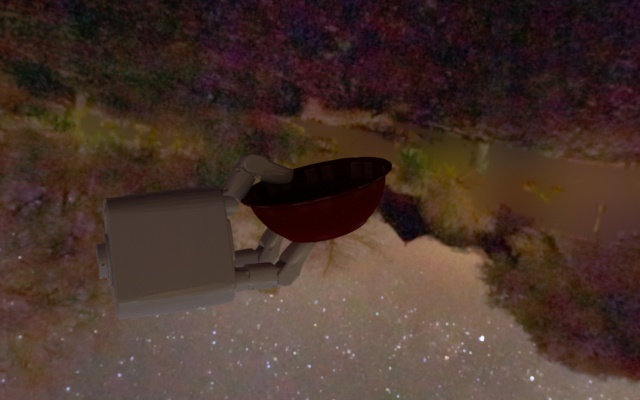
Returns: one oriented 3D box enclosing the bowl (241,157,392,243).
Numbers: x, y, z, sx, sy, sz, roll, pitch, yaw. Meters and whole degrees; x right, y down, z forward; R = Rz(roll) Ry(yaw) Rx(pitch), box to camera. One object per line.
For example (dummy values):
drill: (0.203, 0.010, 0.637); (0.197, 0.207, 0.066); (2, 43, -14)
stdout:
bowl: (0.001, 0.002, 0.506); (0.162, 0.055, 0.162); (-13, 16, 4)
